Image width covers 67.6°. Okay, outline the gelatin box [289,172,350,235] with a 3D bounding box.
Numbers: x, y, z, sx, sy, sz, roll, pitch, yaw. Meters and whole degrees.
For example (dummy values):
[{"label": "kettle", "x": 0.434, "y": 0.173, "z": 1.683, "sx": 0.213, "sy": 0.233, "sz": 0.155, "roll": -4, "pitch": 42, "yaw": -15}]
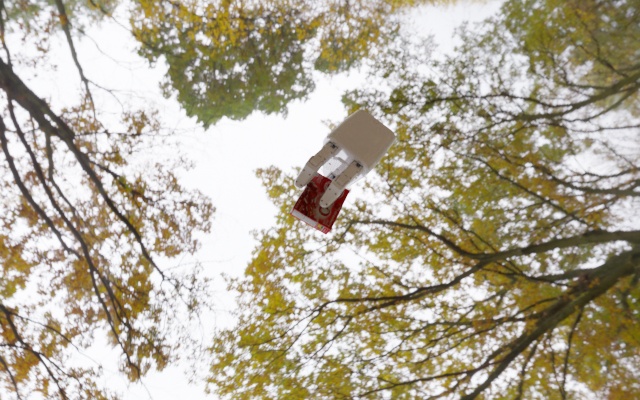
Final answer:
[{"label": "gelatin box", "x": 0.000, "y": 0.003, "z": 0.811, "sx": 0.073, "sy": 0.089, "sz": 0.030, "roll": 30, "pitch": -31, "yaw": -3}]
